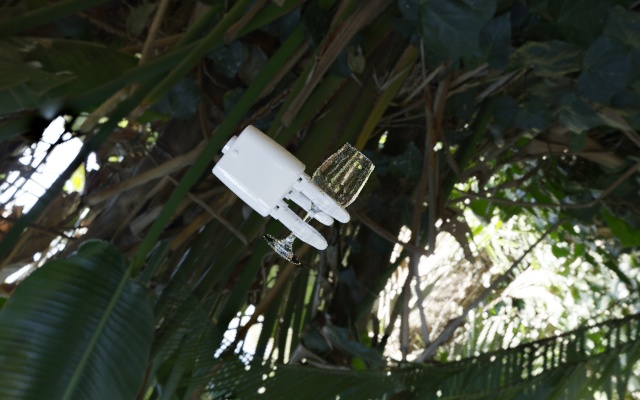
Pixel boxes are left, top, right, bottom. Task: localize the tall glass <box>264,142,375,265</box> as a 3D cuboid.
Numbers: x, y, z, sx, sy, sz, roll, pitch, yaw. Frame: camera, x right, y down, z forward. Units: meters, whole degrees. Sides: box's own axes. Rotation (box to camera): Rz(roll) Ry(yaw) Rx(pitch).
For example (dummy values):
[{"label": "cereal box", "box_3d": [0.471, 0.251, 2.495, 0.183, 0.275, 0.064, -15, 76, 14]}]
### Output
[{"label": "tall glass", "box_3d": [0.000, 0.003, 0.765, 0.079, 0.201, 0.079, 39, 4, -3]}]
